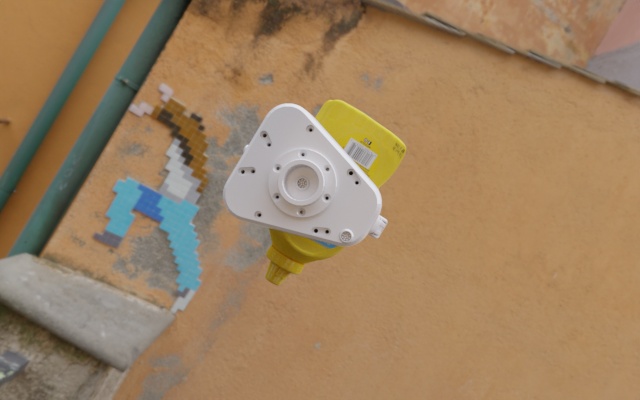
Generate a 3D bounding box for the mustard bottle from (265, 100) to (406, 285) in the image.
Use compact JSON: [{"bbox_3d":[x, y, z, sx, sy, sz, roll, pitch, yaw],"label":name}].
[{"bbox_3d":[0.000,0.001,0.488,0.096,0.191,0.058,31,1,-21],"label":"mustard bottle"}]
